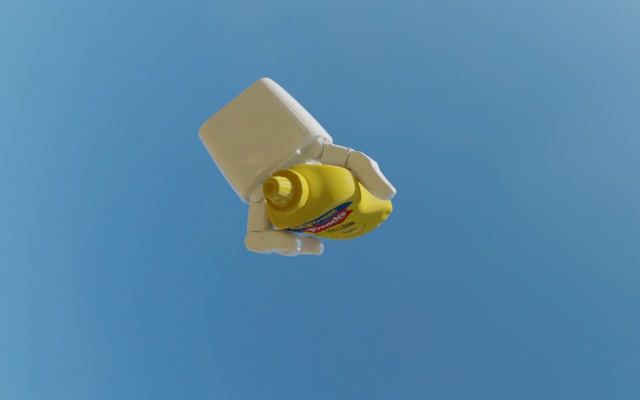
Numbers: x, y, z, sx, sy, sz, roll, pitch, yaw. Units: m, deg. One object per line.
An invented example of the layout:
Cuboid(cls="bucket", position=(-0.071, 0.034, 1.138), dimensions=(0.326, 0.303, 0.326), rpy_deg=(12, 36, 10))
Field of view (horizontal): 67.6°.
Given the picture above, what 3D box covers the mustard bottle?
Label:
Cuboid(cls="mustard bottle", position=(0.000, 0.002, 0.495), dimensions=(0.096, 0.058, 0.192), rpy_deg=(-22, -18, 23))
